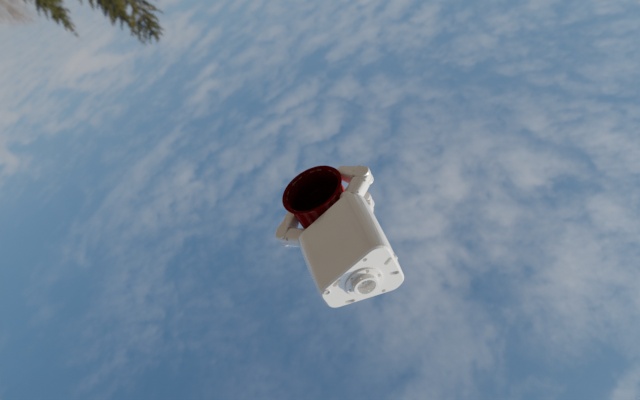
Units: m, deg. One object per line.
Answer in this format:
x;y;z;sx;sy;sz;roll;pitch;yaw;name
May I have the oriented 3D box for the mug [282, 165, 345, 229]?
0.000;0.002;0.712;0.093;0.081;0.117;-28;40;4;mug
